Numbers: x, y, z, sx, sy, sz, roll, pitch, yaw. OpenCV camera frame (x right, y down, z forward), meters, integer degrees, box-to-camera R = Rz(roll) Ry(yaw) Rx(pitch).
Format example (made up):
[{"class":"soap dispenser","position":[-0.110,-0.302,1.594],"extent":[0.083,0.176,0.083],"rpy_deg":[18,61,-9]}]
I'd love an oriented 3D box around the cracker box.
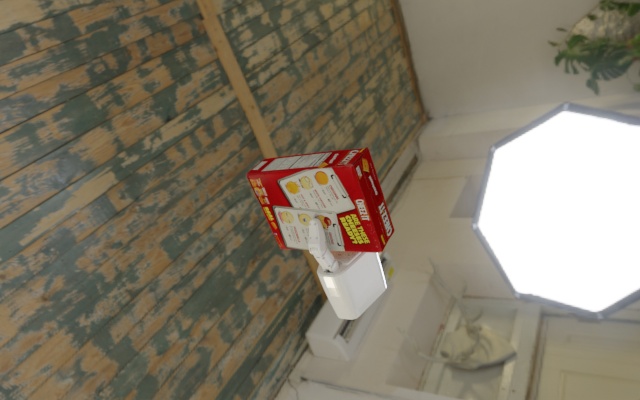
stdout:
[{"class":"cracker box","position":[0.000,0.003,0.811],"extent":[0.213,0.164,0.072],"rpy_deg":[-3,31,34]}]
